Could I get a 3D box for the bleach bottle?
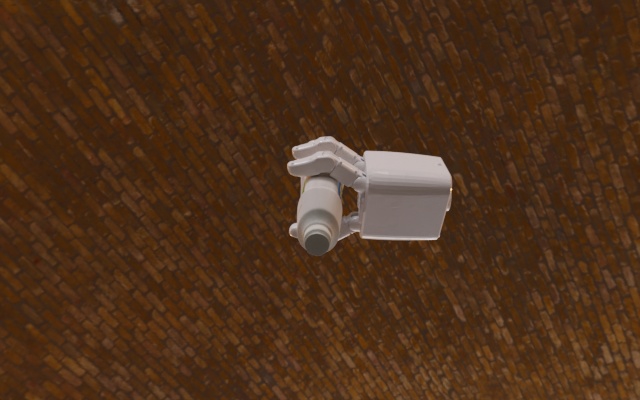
[{"bbox_3d":[0.000,0.002,0.637,0.068,0.103,0.250,4,26,0],"label":"bleach bottle"}]
